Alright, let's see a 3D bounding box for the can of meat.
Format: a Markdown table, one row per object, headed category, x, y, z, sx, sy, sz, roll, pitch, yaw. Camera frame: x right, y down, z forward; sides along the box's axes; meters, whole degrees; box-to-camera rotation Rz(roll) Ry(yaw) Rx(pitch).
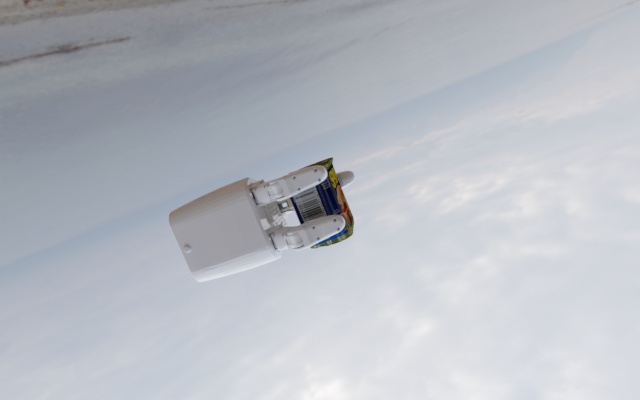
| category | x | y | z | sx | sy | sz | roll | pitch | yaw |
| --- | --- | --- | --- | --- | --- | --- | --- | --- | --- |
| can of meat | 0.000 | 0.002 | 0.553 | 0.057 | 0.084 | 0.102 | -20 | 8 | 9 |
